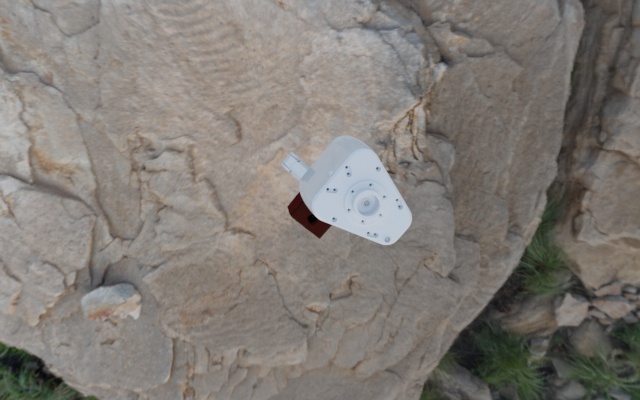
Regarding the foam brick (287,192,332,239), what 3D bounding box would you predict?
[{"bbox_3d":[0.000,0.002,0.645,0.053,0.078,0.051,39,5,-16],"label":"foam brick"}]
